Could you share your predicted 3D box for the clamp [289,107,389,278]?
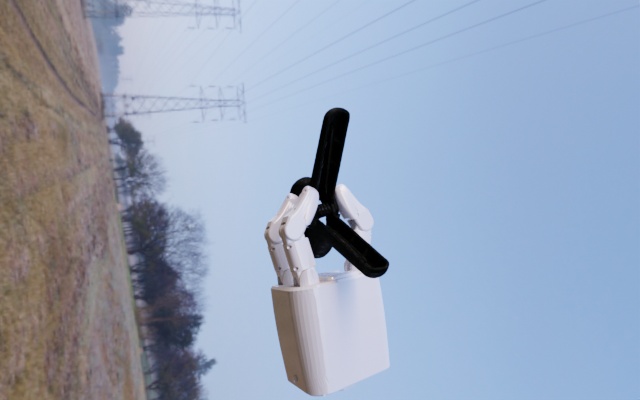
[{"bbox_3d":[0.001,0.002,0.523,0.036,0.164,0.210,-8,-4,-24],"label":"clamp"}]
